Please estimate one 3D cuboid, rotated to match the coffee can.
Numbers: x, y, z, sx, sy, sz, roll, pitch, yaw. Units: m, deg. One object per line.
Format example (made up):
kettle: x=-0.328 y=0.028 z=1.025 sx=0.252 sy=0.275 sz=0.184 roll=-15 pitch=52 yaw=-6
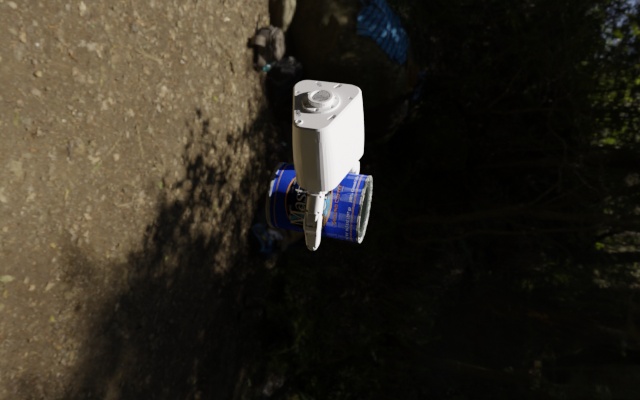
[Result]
coffee can: x=0.000 y=0.003 z=0.725 sx=0.140 sy=0.103 sz=0.103 roll=9 pitch=2 yaw=12
